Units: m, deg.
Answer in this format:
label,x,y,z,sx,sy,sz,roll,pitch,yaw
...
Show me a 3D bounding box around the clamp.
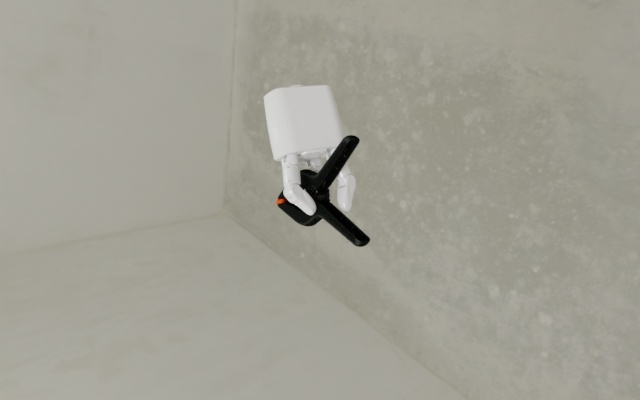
label,x,y,z,sx,sy,sz,roll,pitch,yaw
clamp,-0.001,0.002,0.767,0.036,0.164,0.210,-3,-9,-40
